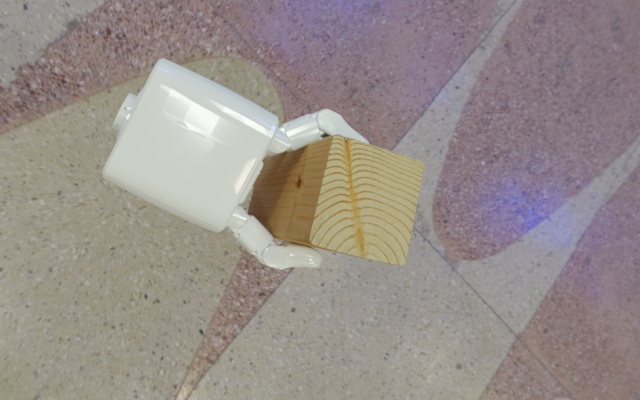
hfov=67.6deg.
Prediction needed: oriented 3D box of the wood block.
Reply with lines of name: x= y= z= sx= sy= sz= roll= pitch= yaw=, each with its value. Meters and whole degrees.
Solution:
wood block: x=0.000 y=0.002 z=0.473 sx=0.090 sy=0.091 sz=0.206 roll=15 pitch=-6 yaw=-22
